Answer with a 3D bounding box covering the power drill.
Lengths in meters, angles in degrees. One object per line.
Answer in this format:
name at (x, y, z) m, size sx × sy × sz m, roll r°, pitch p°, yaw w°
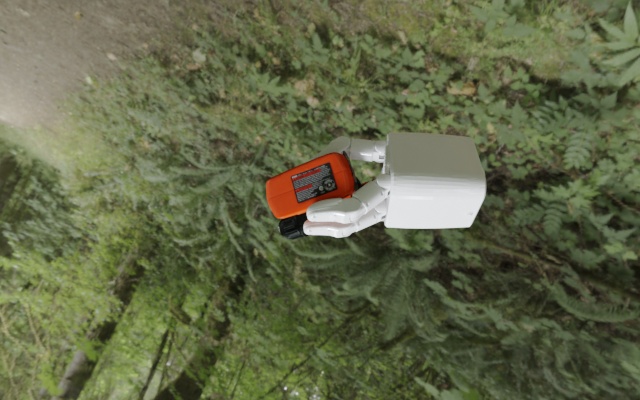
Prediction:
power drill at (0.000, 0.002, 0.635) m, size 0.184 × 0.057 × 0.188 m, roll -22°, pitch -15°, yaw 14°
